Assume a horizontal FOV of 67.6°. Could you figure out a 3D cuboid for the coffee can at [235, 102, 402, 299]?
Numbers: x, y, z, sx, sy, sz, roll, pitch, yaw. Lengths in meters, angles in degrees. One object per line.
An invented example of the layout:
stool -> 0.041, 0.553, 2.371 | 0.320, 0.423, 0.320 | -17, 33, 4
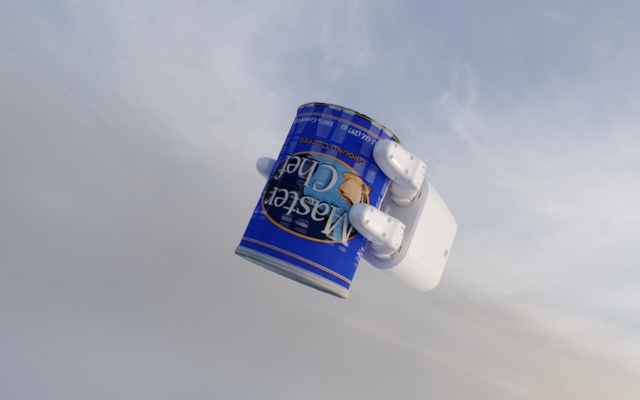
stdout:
coffee can -> 0.000, 0.001, 0.418 | 0.103, 0.140, 0.103 | 21, -12, 5
